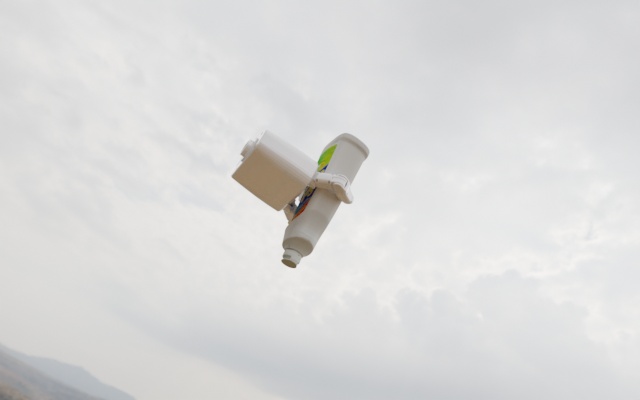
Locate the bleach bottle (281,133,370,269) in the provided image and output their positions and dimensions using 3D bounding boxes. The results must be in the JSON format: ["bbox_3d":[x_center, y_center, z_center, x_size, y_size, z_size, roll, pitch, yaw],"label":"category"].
[{"bbox_3d":[0.000,0.003,0.826,0.068,0.250,0.102,36,-32,-16],"label":"bleach bottle"}]
